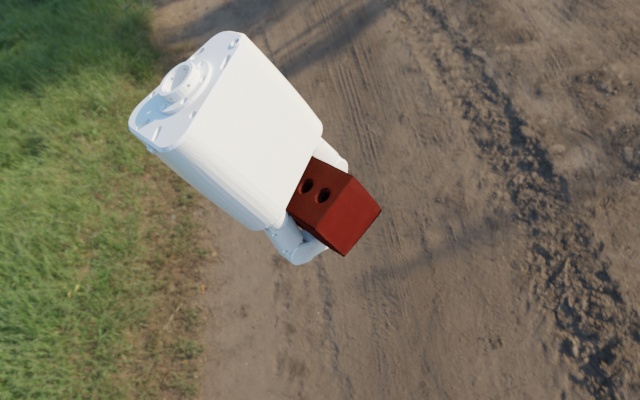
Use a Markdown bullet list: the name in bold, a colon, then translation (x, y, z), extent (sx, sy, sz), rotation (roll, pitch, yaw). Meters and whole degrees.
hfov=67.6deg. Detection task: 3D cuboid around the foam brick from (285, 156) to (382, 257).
- **foam brick**: translation (0.000, 0.001, 0.403), extent (0.078, 0.053, 0.051), rotation (29, -13, 45)
